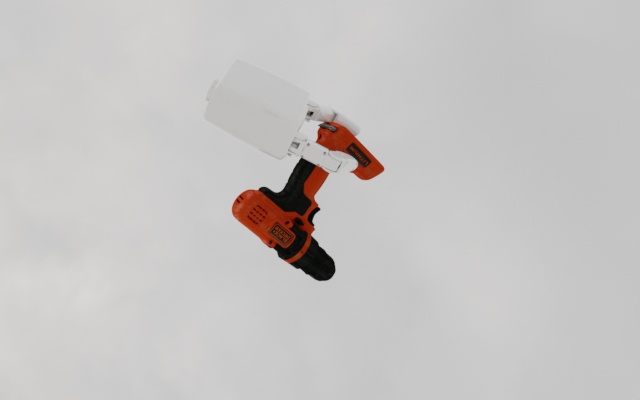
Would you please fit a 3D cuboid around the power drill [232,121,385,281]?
[{"bbox_3d":[0.000,0.002,0.651,0.184,0.187,0.057,43,-6,-31],"label":"power drill"}]
